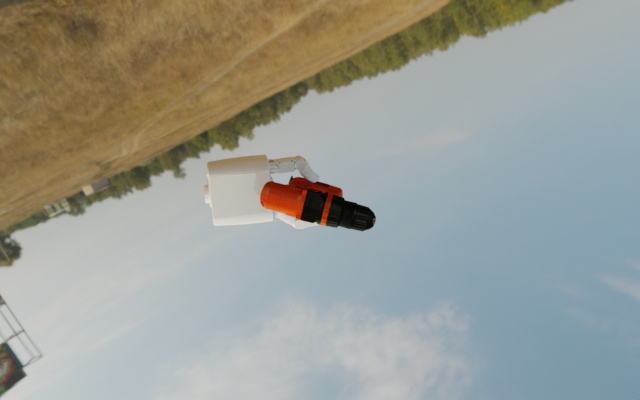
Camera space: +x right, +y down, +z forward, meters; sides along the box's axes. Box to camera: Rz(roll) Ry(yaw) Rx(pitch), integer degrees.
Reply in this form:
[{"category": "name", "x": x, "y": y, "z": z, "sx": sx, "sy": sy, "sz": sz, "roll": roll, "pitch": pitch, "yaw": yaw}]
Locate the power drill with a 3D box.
[{"category": "power drill", "x": 0.000, "y": 0.003, "z": 0.816, "sx": 0.184, "sy": 0.057, "sz": 0.187, "roll": 16, "pitch": 5, "yaw": 1}]
